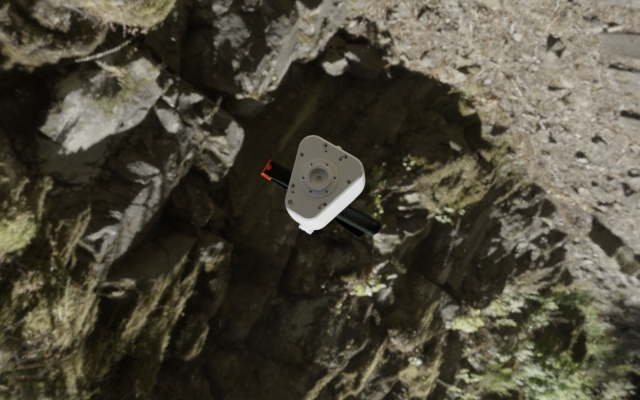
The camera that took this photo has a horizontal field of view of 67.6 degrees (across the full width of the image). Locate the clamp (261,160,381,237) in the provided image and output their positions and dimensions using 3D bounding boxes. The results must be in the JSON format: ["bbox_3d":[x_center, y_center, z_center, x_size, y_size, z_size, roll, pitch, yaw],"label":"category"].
[{"bbox_3d":[-0.001,0.003,0.785,0.210,0.036,0.164,31,-7,7],"label":"clamp"}]
